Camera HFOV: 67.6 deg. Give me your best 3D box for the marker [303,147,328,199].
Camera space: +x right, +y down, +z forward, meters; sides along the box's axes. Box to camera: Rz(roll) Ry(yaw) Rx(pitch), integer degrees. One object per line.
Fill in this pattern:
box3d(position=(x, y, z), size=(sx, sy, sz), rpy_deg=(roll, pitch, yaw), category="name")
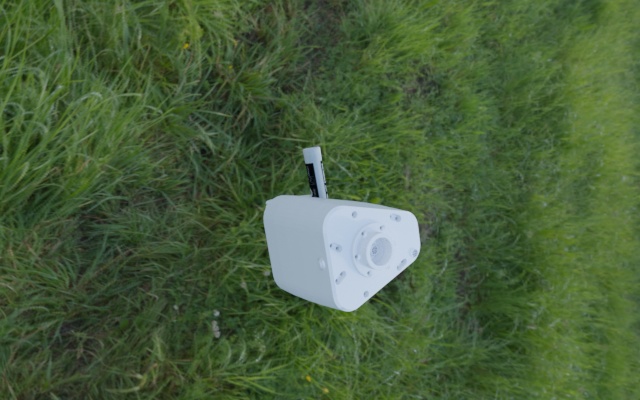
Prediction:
box3d(position=(0.000, 0.002, 0.528), size=(0.020, 0.121, 0.020), rpy_deg=(-9, 10, 2), category="marker")
